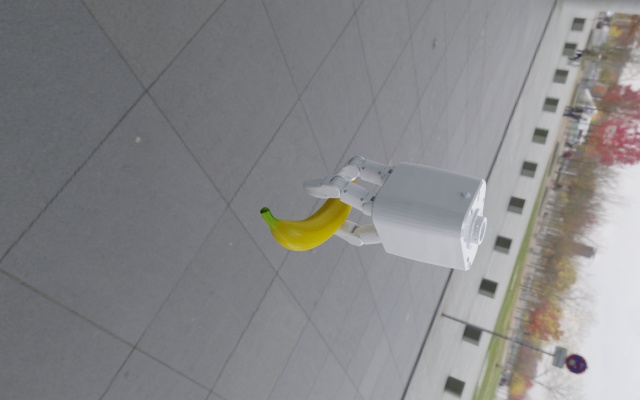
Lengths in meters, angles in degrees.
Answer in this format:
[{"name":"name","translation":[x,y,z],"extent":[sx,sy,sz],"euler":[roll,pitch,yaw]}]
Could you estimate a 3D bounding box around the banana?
[{"name":"banana","translation":[-0.002,0.021,0.617],"extent":[0.037,0.070,0.197],"euler":[10,19,31]}]
